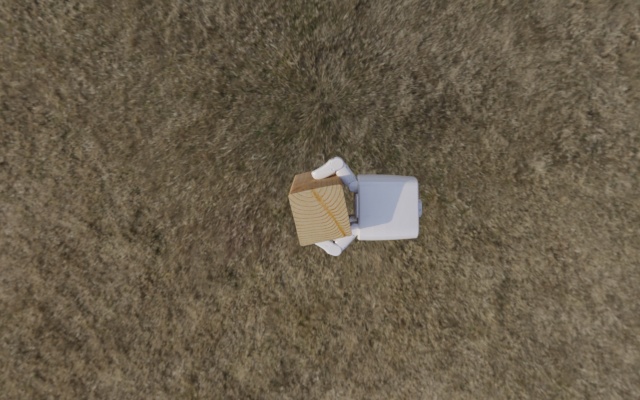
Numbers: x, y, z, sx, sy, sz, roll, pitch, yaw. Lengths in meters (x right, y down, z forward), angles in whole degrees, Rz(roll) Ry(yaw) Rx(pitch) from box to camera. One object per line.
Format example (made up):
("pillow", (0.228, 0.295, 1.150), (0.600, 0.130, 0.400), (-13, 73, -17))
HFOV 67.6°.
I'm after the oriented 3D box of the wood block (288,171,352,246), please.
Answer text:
("wood block", (0.000, 0.003, 0.871), (0.090, 0.091, 0.206), (-12, 11, 2))
